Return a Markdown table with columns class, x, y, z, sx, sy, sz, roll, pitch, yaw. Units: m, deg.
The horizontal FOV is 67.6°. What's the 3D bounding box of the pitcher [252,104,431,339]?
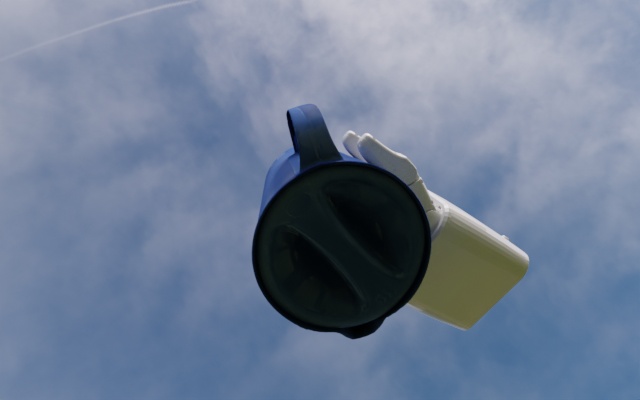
| class | x | y | z | sx | sy | sz | roll | pitch | yaw |
| --- | --- | --- | --- | --- | --- | --- | --- | --- | --- |
| pitcher | 0.000 | 0.002 | 0.455 | 0.145 | 0.149 | 0.242 | 27 | 8 | -13 |
